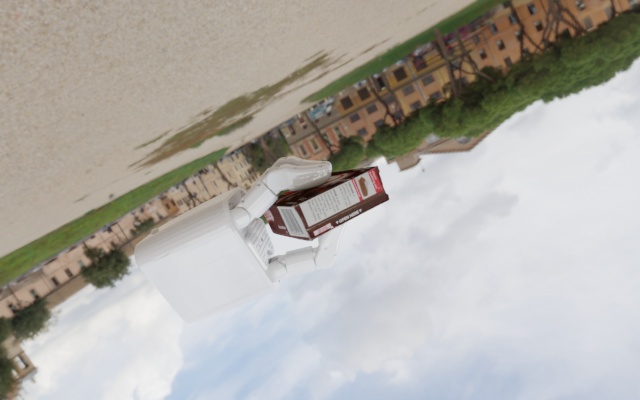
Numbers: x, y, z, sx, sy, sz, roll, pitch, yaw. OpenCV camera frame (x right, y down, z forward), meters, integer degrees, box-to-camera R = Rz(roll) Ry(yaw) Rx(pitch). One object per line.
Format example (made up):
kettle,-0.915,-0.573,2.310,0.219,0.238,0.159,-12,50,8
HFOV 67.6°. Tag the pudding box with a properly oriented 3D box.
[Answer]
pudding box,0.000,0.002,0.467,0.090,0.039,0.113,-27,12,-20
